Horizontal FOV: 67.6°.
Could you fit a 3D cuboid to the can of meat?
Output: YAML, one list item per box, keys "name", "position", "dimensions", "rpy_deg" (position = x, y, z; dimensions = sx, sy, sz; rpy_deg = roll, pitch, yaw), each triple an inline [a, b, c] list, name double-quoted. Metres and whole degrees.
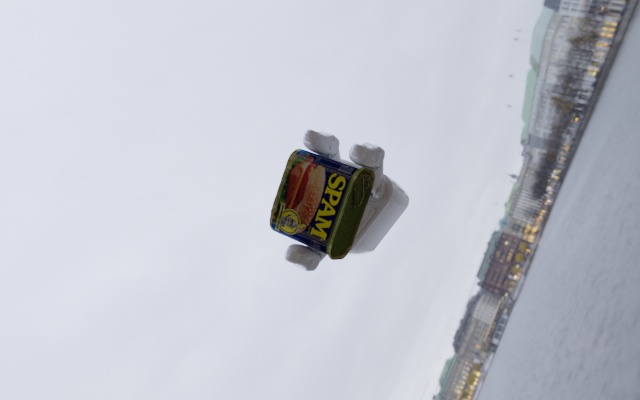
- name: "can of meat"
  position: [0.000, 0.002, 0.520]
  dimensions: [0.084, 0.102, 0.057]
  rpy_deg: [21, 5, 25]
